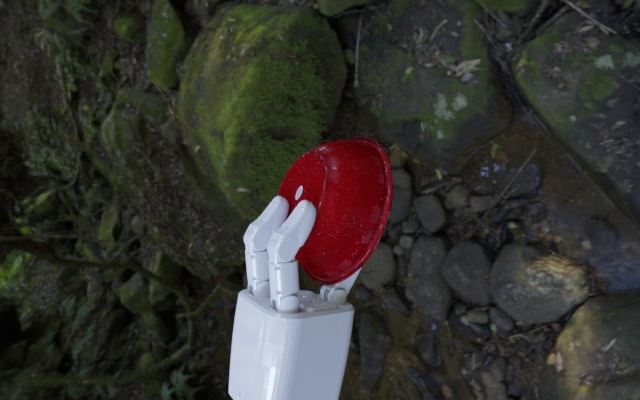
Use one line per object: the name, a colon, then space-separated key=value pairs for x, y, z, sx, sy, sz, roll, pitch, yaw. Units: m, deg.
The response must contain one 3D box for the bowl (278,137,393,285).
bowl: x=0.000 y=0.000 z=0.491 sx=0.055 sy=0.162 sz=0.162 roll=20 pitch=-11 yaw=-31
